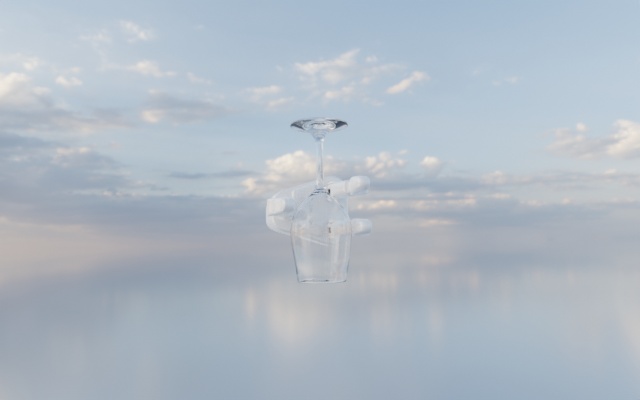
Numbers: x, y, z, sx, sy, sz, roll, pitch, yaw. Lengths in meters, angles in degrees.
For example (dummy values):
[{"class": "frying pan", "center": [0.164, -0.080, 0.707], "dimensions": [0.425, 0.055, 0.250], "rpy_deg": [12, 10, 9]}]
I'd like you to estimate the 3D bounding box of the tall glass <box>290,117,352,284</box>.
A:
[{"class": "tall glass", "center": [0.000, 0.001, 0.605], "dimensions": [0.079, 0.201, 0.079], "rpy_deg": [-1, -5, 0]}]
